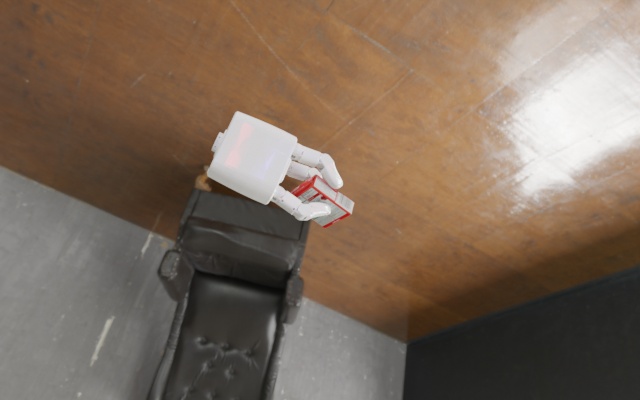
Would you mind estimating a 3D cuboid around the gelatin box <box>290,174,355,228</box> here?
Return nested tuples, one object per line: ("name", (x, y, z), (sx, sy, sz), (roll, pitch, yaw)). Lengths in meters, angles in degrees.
("gelatin box", (0.000, 0.003, 0.801), (0.089, 0.030, 0.073), (36, -40, -21))
